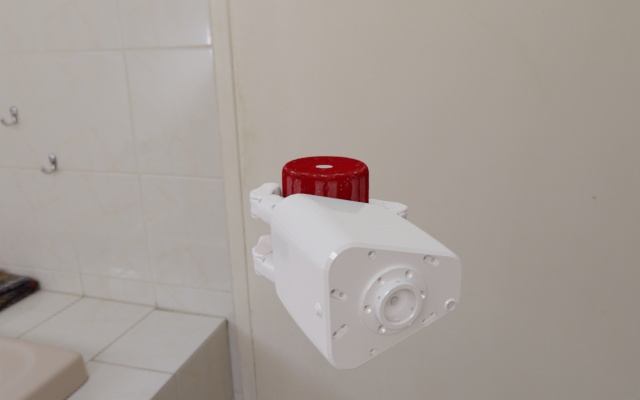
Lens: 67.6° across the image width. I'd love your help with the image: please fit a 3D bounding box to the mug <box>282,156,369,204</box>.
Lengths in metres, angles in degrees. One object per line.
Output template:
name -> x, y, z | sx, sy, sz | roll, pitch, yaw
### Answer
mug -> 0.000, 0.001, 0.466 | 0.093, 0.081, 0.117 | -8, 19, -22
